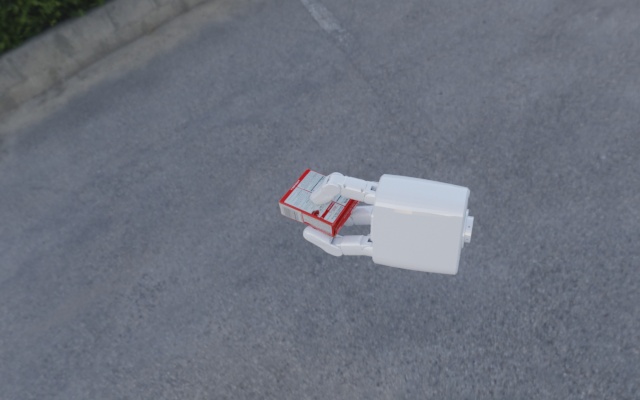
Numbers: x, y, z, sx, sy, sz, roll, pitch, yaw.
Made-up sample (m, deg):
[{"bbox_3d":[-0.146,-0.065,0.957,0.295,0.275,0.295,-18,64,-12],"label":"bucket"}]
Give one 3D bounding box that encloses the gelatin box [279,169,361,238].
[{"bbox_3d":[0.000,0.002,0.651,0.089,0.073,0.030,22,-35,23],"label":"gelatin box"}]
